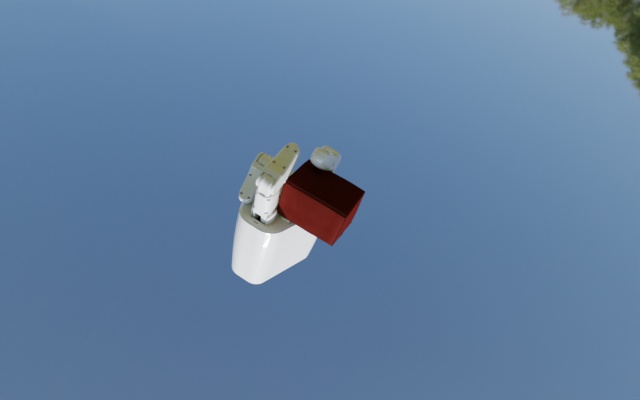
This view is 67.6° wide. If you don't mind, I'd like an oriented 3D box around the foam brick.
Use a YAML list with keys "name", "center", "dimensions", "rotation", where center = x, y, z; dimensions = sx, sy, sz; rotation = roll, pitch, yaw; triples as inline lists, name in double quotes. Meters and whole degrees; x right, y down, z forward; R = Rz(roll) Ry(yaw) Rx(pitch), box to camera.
- name: "foam brick"
  center: [0.000, 0.002, 0.529]
  dimensions: [0.078, 0.051, 0.053]
  rotation: [31, 43, 12]
